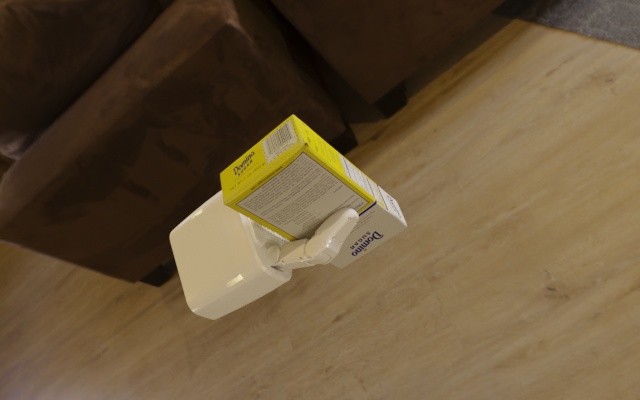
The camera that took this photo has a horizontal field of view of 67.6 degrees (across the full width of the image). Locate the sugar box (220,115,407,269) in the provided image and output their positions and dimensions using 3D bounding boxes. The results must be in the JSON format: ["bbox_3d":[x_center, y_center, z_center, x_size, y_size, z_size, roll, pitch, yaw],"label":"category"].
[{"bbox_3d":[0.000,0.001,0.464,0.093,0.048,0.176,-35,-41,20],"label":"sugar box"}]
